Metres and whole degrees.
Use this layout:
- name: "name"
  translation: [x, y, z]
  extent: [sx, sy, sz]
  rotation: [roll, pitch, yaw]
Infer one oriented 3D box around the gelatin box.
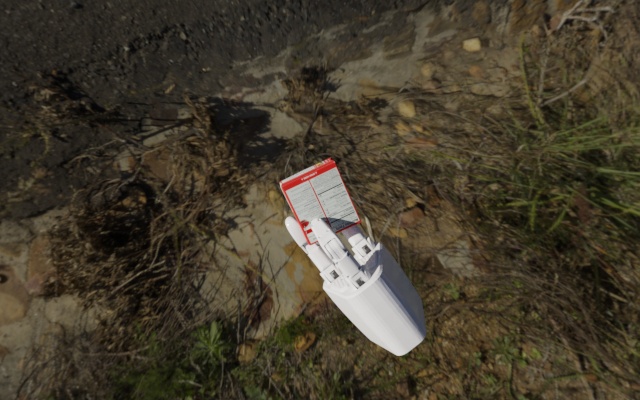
- name: "gelatin box"
  translation: [0.000, 0.002, 0.598]
  extent: [0.073, 0.089, 0.030]
  rotation: [-25, 17, -2]
